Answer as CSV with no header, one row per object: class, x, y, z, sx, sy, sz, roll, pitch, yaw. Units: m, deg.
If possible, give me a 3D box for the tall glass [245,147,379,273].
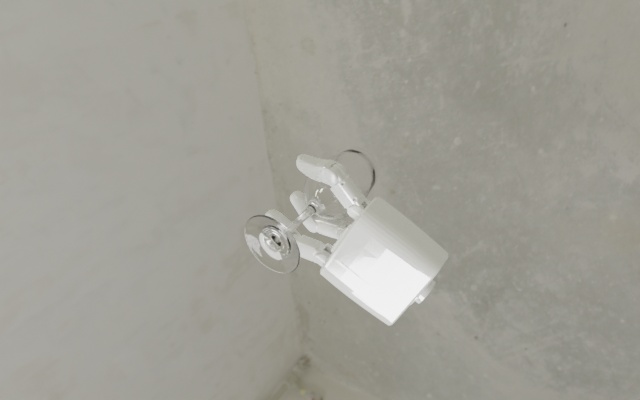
tall glass,0.000,0.002,0.585,0.079,0.079,0.201,0,28,37
